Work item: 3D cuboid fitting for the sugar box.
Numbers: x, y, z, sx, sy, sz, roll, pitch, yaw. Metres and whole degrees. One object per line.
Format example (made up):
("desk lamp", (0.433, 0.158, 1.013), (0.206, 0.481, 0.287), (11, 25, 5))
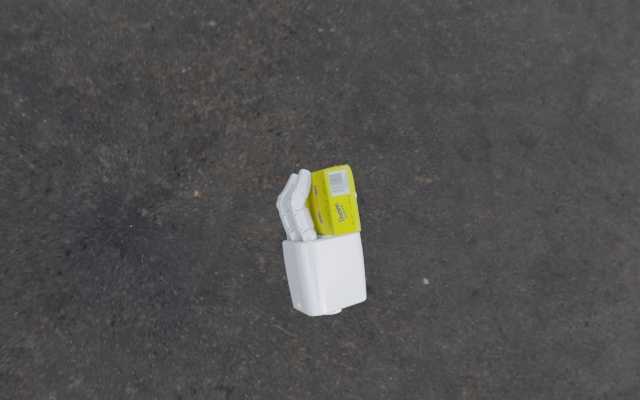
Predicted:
("sugar box", (0.000, 0.003, 0.718), (0.048, 0.093, 0.176), (-9, 1, -22))
